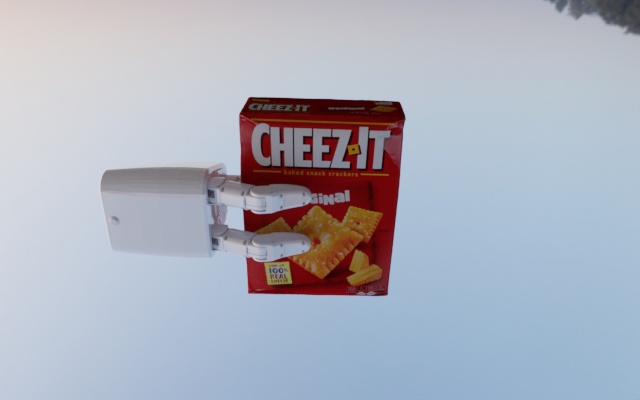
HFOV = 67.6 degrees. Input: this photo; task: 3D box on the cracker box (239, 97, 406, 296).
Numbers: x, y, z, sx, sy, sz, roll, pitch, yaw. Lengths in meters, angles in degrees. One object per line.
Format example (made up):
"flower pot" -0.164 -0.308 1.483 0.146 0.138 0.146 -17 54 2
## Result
"cracker box" 0.000 0.002 0.523 0.164 0.214 0.072 2 26 1
